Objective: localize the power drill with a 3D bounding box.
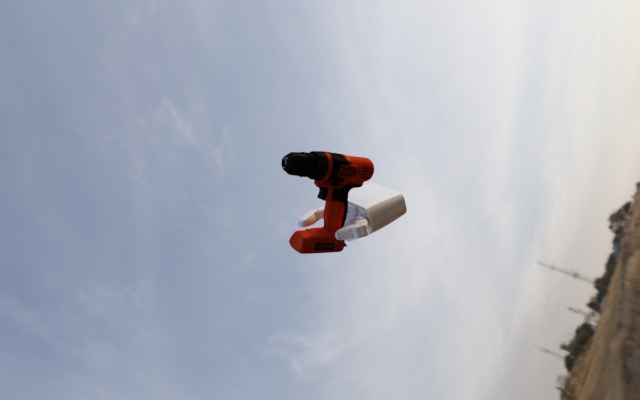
[{"bbox_3d":[0.000,0.003,0.859,0.184,0.188,0.057,2,23,-31],"label":"power drill"}]
